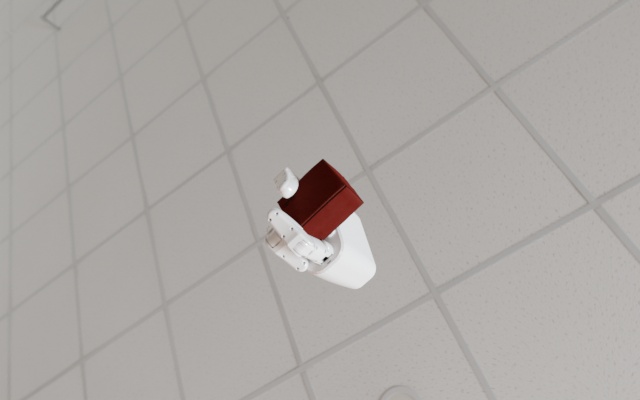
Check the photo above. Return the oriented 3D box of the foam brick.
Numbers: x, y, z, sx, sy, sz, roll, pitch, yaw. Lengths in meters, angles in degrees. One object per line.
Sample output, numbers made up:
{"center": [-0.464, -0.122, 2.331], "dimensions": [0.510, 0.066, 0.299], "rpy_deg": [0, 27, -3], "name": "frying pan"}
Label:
{"center": [0.000, 0.002, 0.555], "dimensions": [0.051, 0.078, 0.053], "rpy_deg": [35, 15, -51], "name": "foam brick"}
